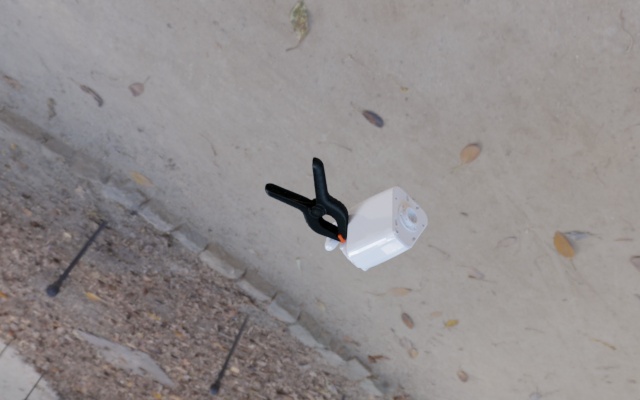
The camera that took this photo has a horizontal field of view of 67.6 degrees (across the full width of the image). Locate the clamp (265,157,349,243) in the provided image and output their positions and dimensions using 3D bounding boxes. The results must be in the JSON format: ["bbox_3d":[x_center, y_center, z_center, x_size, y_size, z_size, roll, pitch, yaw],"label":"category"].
[{"bbox_3d":[0.000,0.003,0.825,0.171,0.039,0.120,40,-49,-20],"label":"clamp"}]
